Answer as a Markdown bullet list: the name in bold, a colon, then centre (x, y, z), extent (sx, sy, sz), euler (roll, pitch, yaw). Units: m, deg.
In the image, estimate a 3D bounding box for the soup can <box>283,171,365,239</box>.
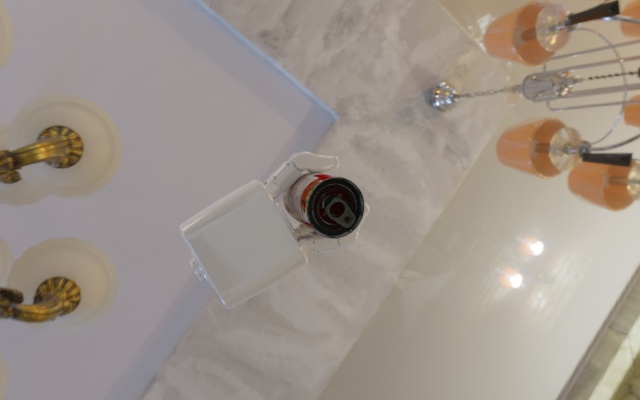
- **soup can**: centre (0.000, 0.001, 0.564), extent (0.068, 0.068, 0.102), euler (0, 8, -20)
